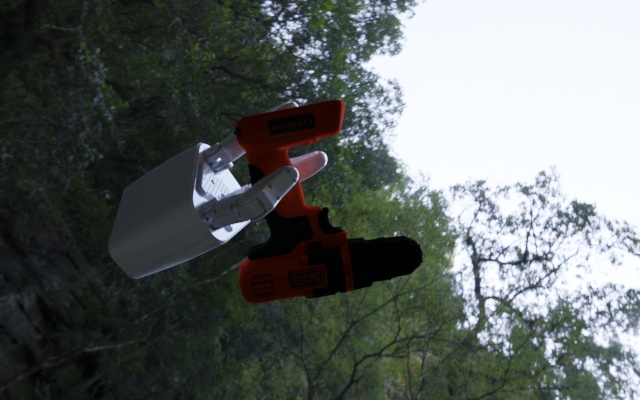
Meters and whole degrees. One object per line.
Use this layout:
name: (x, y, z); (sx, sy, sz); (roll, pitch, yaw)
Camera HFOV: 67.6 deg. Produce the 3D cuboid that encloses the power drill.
power drill: (0.000, 0.001, 0.464); (0.184, 0.187, 0.057); (-10, 7, -4)
